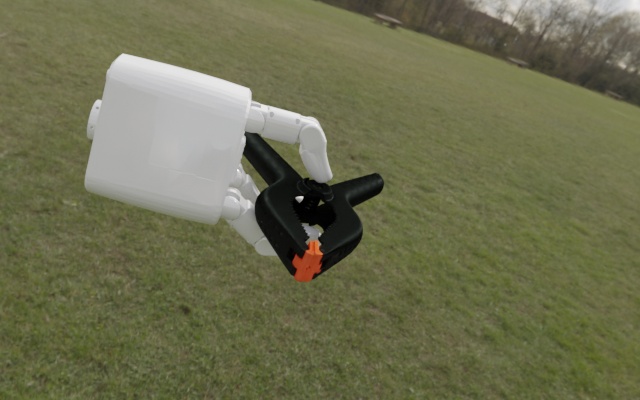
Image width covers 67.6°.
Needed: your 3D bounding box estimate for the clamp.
[{"bbox_3d":[0.000,0.001,0.437,0.164,0.036,0.209,14,27,-15],"label":"clamp"}]
